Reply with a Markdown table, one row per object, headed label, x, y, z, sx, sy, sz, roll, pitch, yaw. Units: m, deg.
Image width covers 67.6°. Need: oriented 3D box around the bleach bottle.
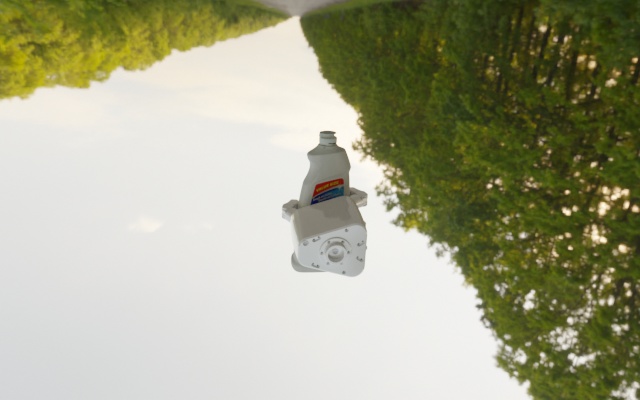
| label | x | y | z | sx | sy | sz | roll | pitch | yaw |
| --- | --- | --- | --- | --- | --- | --- | --- | --- | --- |
| bleach bottle | 0.000 | 0.003 | 0.842 | 0.102 | 0.251 | 0.068 | -1 | 22 | -7 |
